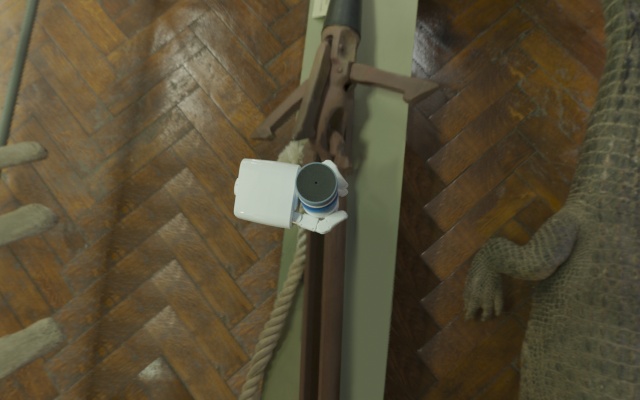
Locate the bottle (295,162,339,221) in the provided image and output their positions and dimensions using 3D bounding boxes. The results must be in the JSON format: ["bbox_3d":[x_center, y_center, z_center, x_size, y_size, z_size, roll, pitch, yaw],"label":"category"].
[{"bbox_3d":[0.000,0.003,0.882,0.069,0.069,0.296,0,-12,3],"label":"bottle"}]
